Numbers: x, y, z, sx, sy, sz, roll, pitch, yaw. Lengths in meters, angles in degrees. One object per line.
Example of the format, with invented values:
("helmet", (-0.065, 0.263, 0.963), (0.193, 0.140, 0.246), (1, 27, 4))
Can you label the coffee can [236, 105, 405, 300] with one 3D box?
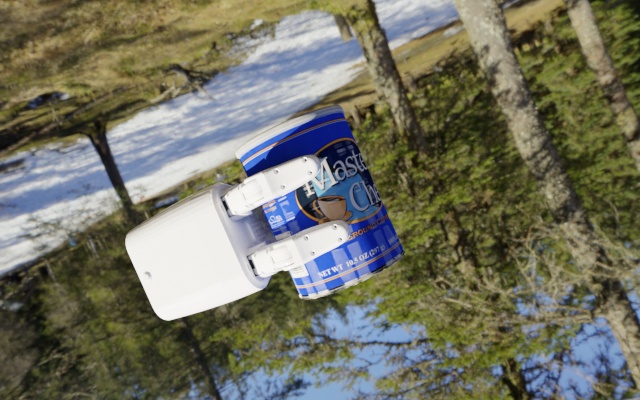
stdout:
("coffee can", (0.000, 0.001, 0.424), (0.103, 0.140, 0.103), (-24, 1, 0))
